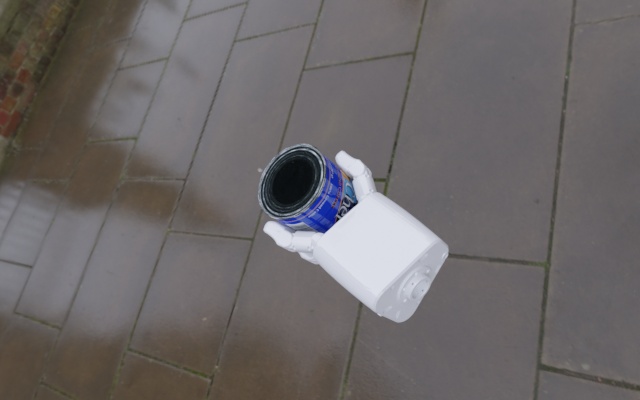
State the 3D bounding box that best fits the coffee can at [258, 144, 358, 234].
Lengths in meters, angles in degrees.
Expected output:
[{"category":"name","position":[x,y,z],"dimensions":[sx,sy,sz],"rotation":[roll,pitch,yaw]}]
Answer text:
[{"category":"coffee can","position":[0.000,0.002,0.638],"dimensions":[0.103,0.102,0.140],"rotation":[0,-22,35]}]
